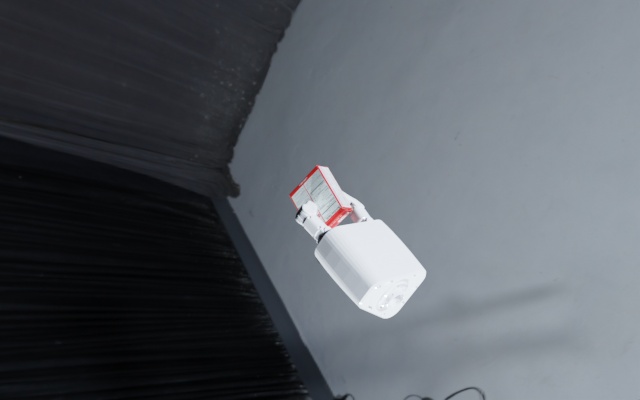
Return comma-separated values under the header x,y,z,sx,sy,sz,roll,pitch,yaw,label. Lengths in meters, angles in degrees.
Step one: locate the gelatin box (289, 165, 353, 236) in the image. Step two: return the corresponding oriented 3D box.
x,y,z,sx,sy,sz,roll,pitch,yaw,label
0.000,0.002,0.736,0.030,0.089,0.073,5,-44,-50,gelatin box
